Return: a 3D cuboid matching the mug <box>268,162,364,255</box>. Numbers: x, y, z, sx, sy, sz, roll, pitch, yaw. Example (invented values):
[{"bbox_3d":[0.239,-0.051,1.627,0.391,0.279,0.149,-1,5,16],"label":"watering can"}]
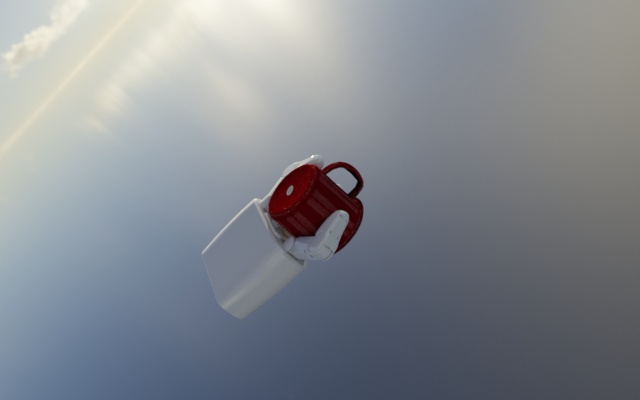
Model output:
[{"bbox_3d":[0.001,0.001,0.577,0.081,0.117,0.093,41,11,-29],"label":"mug"}]
